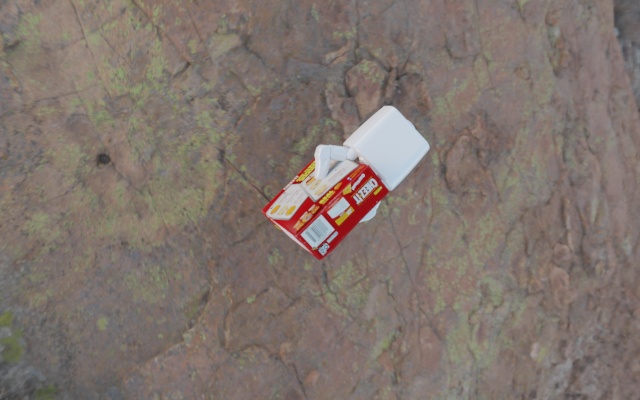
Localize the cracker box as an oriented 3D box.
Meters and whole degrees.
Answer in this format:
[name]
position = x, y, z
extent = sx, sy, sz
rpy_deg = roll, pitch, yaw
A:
[cracker box]
position = 0.000, 0.003, 0.844
extent = 0.072, 0.164, 0.213
rpy_deg = 48, -9, -22
